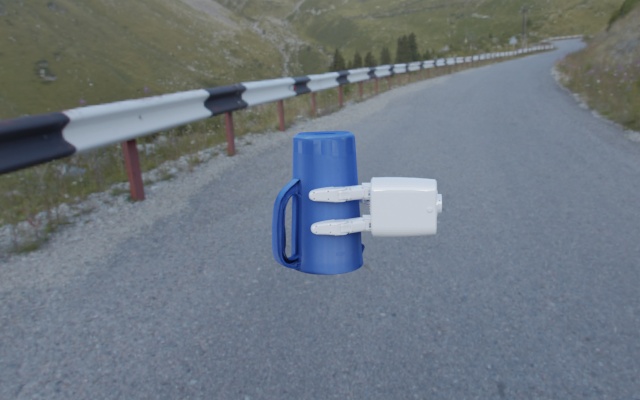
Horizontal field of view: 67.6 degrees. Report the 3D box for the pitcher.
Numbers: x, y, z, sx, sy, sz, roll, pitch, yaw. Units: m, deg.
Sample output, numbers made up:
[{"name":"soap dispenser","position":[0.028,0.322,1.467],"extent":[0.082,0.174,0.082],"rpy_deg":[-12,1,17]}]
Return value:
[{"name":"pitcher","position":[0.000,0.003,0.840],"extent":[0.145,0.243,0.149],"rpy_deg":[1,10,13]}]
